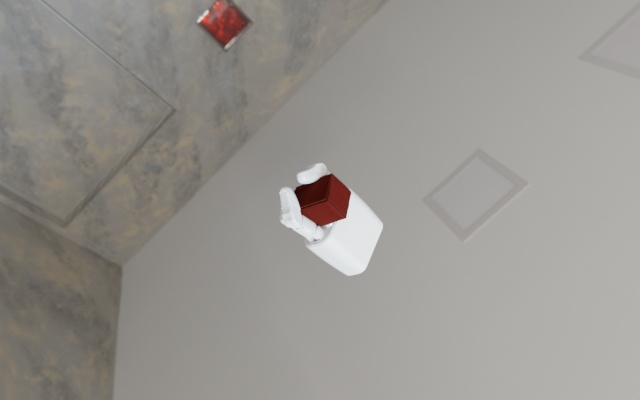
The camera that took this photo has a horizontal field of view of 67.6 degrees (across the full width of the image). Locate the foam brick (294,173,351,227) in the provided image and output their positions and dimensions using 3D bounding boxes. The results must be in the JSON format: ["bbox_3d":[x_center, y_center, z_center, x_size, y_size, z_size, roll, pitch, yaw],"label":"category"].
[{"bbox_3d":[0.000,0.002,0.732,0.078,0.053,0.051,-19,-47,38],"label":"foam brick"}]
